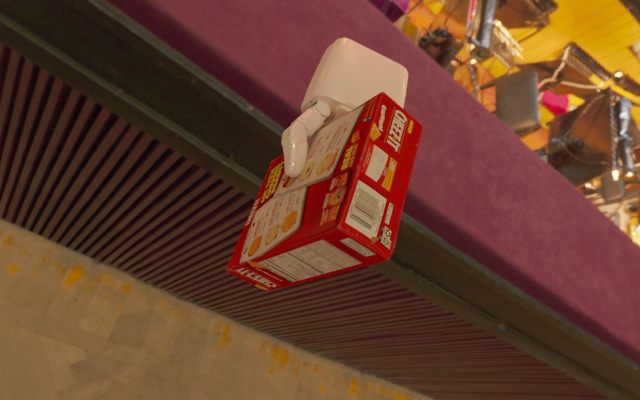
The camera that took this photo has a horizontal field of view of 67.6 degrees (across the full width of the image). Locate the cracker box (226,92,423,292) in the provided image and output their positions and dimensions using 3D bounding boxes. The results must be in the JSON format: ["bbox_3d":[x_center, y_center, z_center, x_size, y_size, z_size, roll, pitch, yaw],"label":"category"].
[{"bbox_3d":[0.000,0.002,0.520,0.072,0.164,0.214,34,-34,-23],"label":"cracker box"}]
